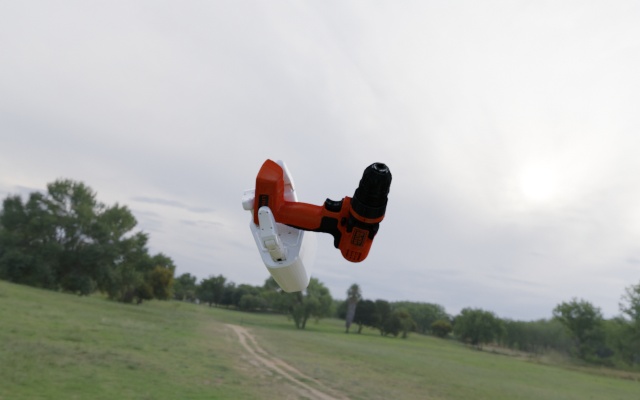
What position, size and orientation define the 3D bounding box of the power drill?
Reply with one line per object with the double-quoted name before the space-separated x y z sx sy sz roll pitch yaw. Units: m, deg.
"power drill" 0.000 0.002 0.689 0.187 0.185 0.057 17 42 6
